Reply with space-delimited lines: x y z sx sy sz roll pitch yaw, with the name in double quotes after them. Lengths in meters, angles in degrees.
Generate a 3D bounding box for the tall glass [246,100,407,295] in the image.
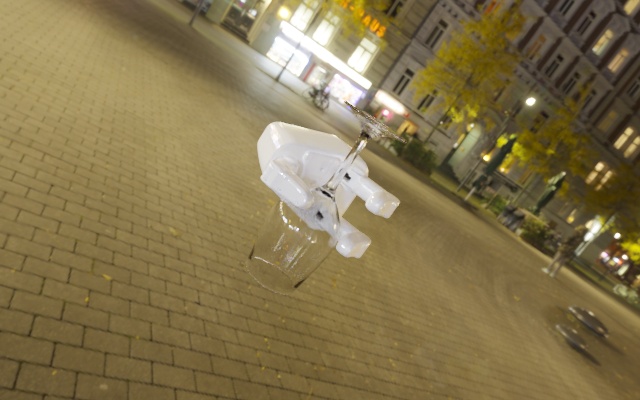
0.000 0.001 0.492 0.079 0.201 0.079 32 13 -9 "tall glass"
